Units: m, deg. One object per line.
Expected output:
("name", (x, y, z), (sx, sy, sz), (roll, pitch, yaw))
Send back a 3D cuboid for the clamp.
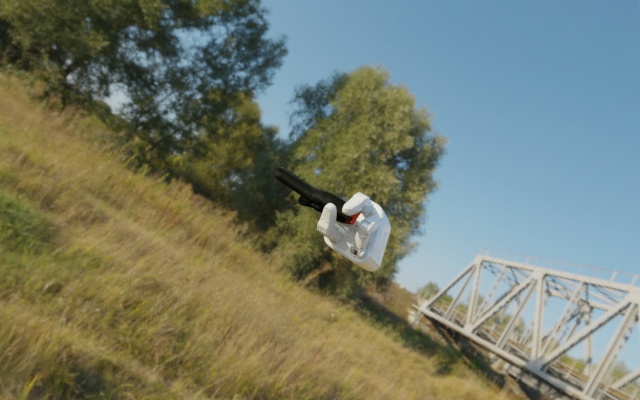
("clamp", (0.001, 0.002, 0.867), (0.171, 0.039, 0.120), (31, -6, 25))
